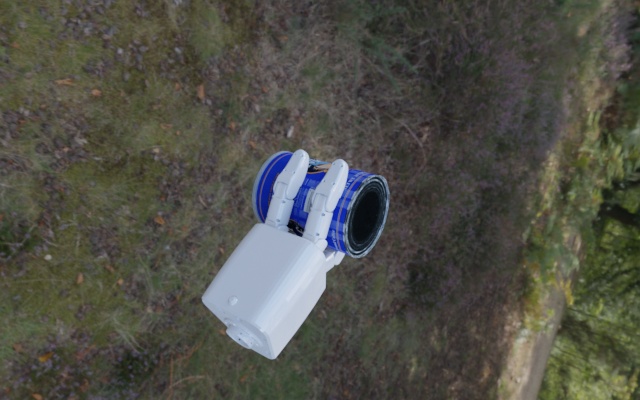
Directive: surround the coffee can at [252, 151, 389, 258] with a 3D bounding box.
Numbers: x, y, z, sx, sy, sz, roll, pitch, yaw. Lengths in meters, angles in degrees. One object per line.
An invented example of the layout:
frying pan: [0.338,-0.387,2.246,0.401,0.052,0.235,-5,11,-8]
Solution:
coffee can: [0.000,0.002,0.598,0.140,0.103,0.103,17,9,31]
